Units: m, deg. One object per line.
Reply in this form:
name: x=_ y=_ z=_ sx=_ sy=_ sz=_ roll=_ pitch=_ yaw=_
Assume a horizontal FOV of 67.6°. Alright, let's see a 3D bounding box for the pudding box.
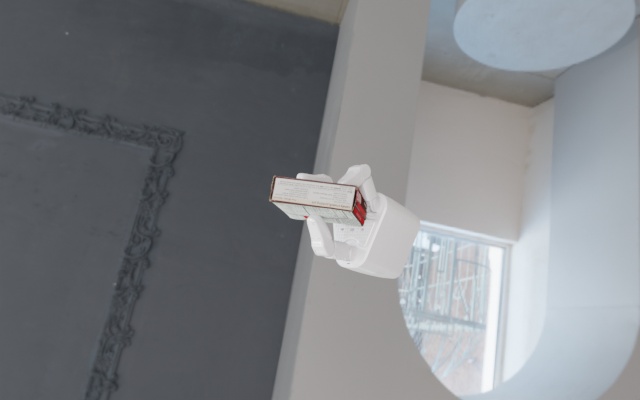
pudding box: x=0.000 y=0.002 z=0.631 sx=0.113 sy=0.039 sz=0.090 roll=6 pitch=-15 yaw=15
